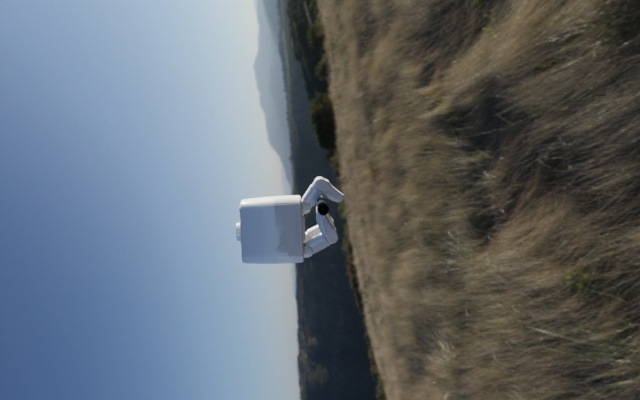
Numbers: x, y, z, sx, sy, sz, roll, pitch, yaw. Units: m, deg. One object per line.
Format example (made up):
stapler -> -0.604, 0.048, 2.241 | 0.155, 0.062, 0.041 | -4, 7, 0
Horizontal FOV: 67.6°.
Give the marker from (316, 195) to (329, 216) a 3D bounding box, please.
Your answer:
marker -> 0.000, 0.003, 0.834 | 0.020, 0.020, 0.121 | 0, 14, -5
